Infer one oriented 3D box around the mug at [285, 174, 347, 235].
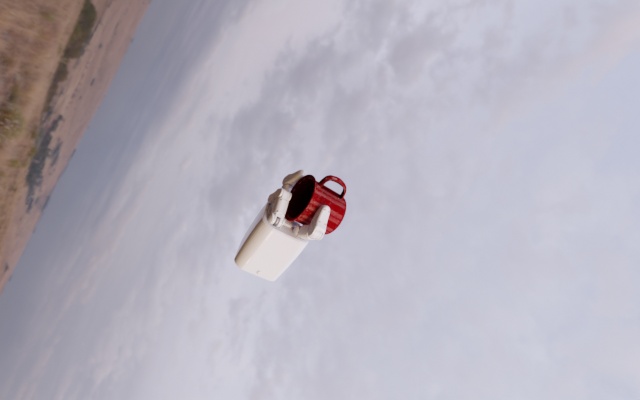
[{"bbox_3d":[0.001,0.002,0.869,0.081,0.117,0.093,29,24,-28],"label":"mug"}]
